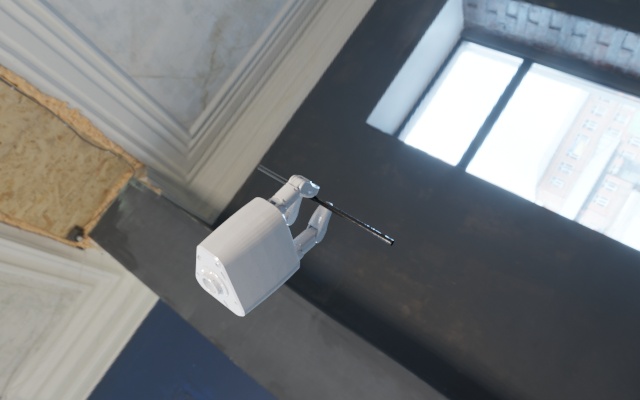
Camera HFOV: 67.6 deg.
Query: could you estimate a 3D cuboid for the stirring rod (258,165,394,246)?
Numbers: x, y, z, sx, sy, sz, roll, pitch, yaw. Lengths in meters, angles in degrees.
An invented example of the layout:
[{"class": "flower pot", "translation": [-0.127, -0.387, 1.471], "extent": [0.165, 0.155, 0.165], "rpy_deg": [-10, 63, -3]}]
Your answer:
[{"class": "stirring rod", "translation": [0.000, 0.002, 0.673], "extent": [0.239, 0.011, 0.011], "rpy_deg": [30, 14, 27]}]
